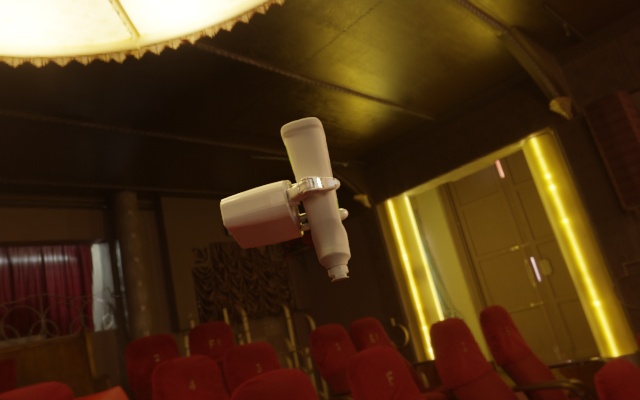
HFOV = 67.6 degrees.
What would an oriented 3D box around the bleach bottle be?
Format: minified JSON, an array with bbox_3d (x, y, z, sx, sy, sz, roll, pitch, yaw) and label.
[{"bbox_3d":[0.000,0.002,0.760,0.068,0.250,0.102,-15,-15,4],"label":"bleach bottle"}]
